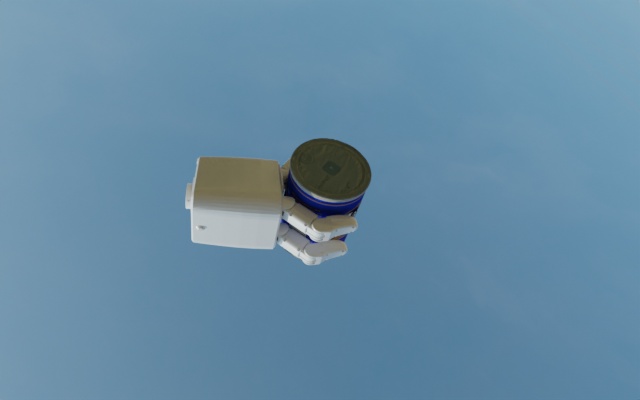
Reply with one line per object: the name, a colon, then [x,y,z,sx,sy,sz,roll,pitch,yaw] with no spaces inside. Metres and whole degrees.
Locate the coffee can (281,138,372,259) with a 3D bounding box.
coffee can: [0.000,0.002,0.640,0.103,0.102,0.140,0,-38,-14]
